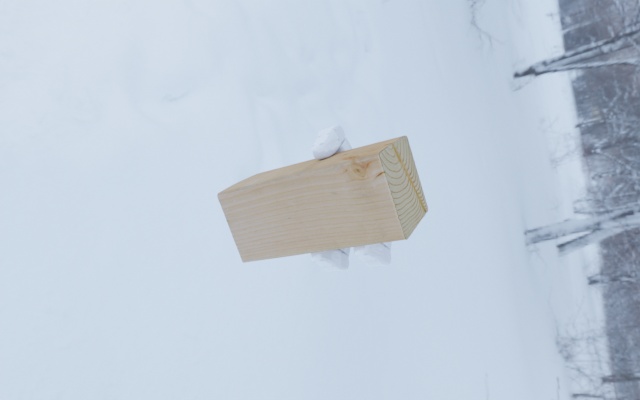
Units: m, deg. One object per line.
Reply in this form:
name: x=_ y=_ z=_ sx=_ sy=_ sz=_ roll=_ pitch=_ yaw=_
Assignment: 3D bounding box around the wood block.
wood block: x=0.000 y=0.001 z=0.535 sx=0.206 sy=0.091 sz=0.090 roll=-12 pitch=13 yaw=31
